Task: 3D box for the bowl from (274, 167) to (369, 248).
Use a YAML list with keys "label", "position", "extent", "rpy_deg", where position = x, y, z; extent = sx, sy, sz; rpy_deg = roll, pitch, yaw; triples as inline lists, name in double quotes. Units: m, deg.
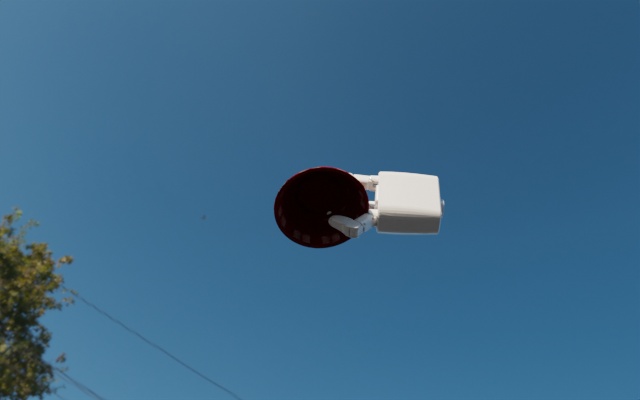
- label: "bowl"
  position: [-0.001, 0.002, 0.823]
  extent: [0.162, 0.162, 0.055]
  rpy_deg: [0, 31, -6]
